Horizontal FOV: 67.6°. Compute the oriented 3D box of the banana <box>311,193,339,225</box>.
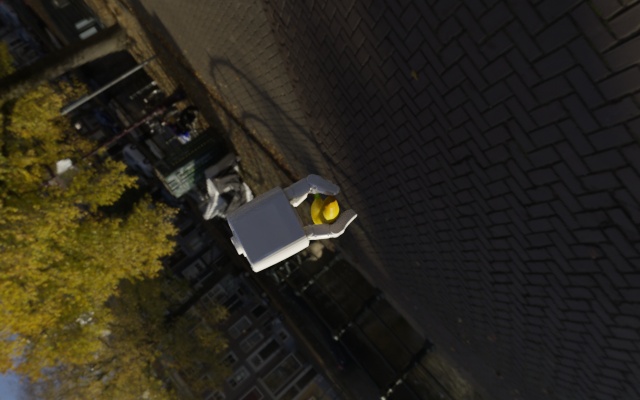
[{"bbox_3d":[0.005,0.020,0.892,0.037,0.069,0.198,-17,7,-8],"label":"banana"}]
